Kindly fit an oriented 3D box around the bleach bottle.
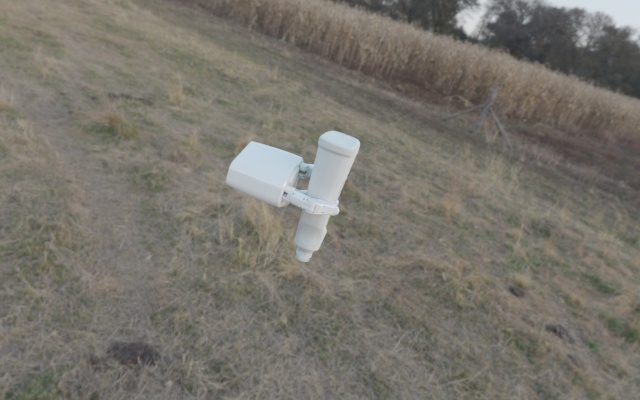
[{"bbox_3d":[0.000,0.003,0.878,0.068,0.251,0.102,21,20,7],"label":"bleach bottle"}]
